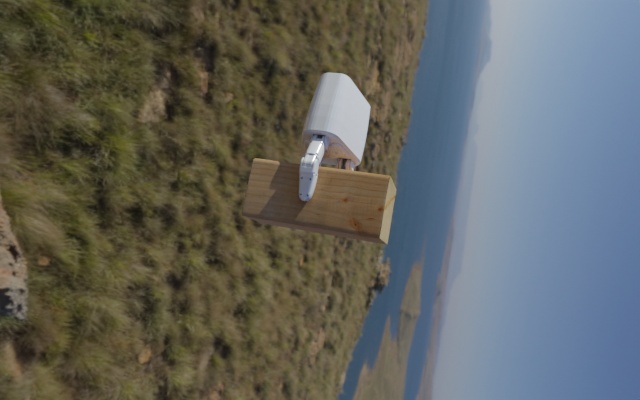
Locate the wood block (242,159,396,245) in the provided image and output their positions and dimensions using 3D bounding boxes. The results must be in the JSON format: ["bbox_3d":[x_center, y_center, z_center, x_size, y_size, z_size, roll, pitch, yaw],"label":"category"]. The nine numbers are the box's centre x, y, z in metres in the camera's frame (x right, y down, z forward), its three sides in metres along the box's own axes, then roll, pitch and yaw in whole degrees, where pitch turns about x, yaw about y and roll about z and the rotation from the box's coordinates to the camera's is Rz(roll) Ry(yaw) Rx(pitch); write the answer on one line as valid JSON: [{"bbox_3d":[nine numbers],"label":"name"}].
[{"bbox_3d":[0.000,0.002,0.715,0.206,0.090,0.091,8,-9,16],"label":"wood block"}]
